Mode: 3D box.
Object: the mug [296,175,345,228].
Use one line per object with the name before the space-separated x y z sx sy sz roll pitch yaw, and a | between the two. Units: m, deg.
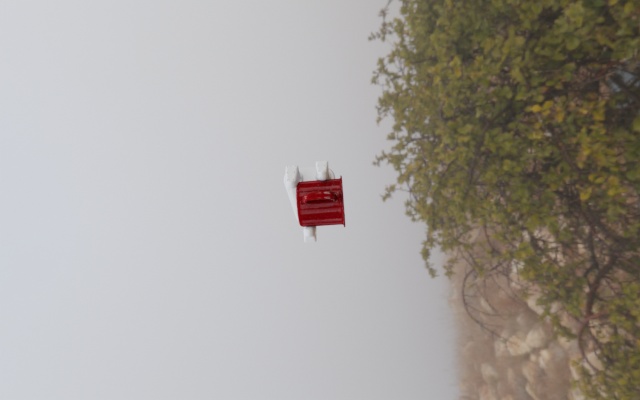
mug | 0.000 0.003 0.838 0.081 0.093 0.117 -4 -8 2
